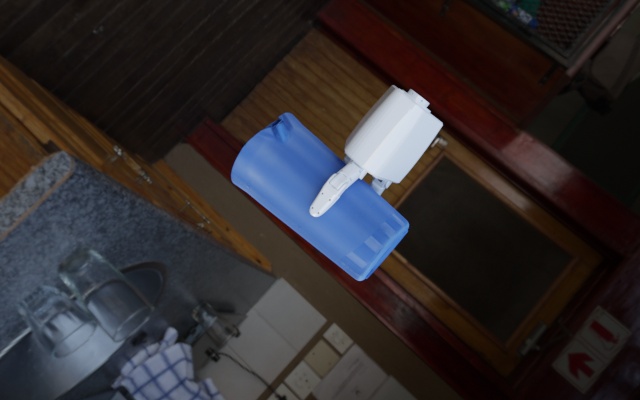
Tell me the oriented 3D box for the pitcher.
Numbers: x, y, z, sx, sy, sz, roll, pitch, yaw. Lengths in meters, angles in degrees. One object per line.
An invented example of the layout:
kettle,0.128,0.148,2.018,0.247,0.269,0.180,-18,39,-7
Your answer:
pitcher,0.000,0.002,0.689,0.243,0.145,0.149,41,16,12
